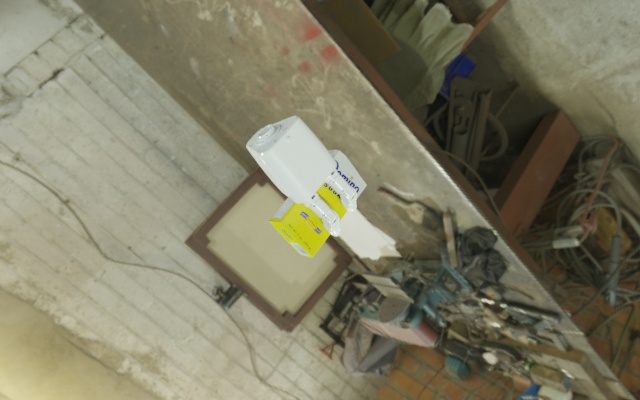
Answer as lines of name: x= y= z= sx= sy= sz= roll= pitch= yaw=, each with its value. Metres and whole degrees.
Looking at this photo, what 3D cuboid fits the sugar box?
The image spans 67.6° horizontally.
sugar box: x=0.000 y=0.003 z=0.830 sx=0.048 sy=0.176 sz=0.093 roll=5 pitch=-39 yaw=55
